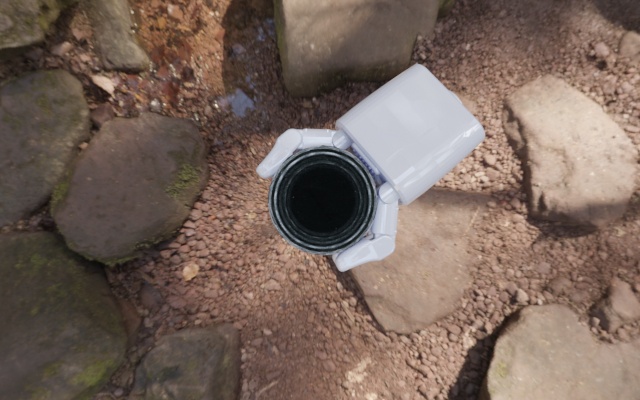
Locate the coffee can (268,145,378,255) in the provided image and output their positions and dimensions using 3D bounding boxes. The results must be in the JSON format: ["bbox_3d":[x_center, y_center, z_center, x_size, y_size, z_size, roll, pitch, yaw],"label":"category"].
[{"bbox_3d":[0.000,0.002,0.511,0.103,0.103,0.140,0,-1,-2],"label":"coffee can"}]
